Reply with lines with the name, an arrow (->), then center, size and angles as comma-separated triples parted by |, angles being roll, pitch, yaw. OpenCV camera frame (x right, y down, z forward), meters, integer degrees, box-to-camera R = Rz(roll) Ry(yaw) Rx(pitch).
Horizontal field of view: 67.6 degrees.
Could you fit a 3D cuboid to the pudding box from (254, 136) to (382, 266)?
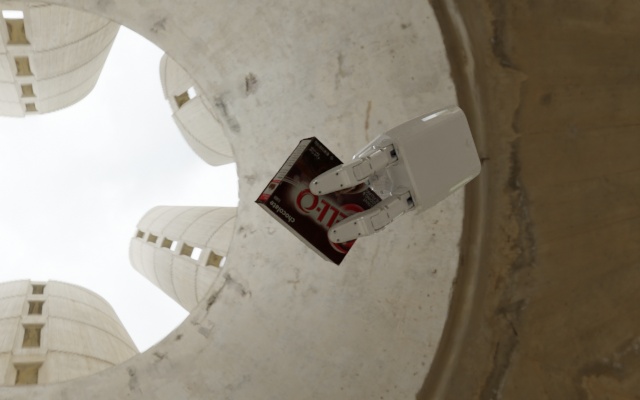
pudding box -> 0.000, 0.002, 0.513 | 0.113, 0.090, 0.039 | 40, -15, -21
